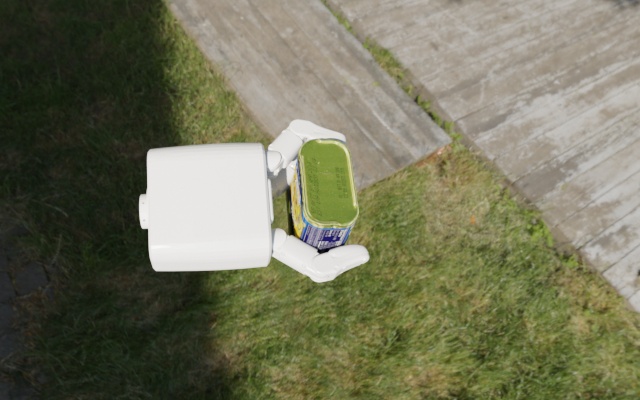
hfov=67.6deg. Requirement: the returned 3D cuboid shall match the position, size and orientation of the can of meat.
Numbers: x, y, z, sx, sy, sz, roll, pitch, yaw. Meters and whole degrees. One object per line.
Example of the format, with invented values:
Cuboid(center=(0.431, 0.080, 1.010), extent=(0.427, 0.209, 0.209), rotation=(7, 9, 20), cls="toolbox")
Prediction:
Cuboid(center=(0.000, 0.001, 0.476), extent=(0.057, 0.102, 0.084), rotation=(0, -30, -11), cls="can of meat")
